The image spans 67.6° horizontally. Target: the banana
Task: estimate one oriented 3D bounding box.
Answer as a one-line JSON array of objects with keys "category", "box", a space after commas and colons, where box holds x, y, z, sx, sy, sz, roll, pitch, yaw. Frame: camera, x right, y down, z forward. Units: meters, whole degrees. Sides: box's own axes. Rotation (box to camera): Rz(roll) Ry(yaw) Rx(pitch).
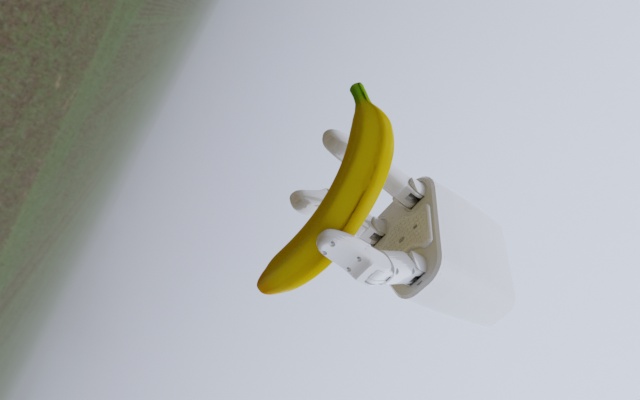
[{"category": "banana", "box": [0.010, 0.005, 0.387, 0.037, 0.198, 0.069, 23, 8, -32]}]
